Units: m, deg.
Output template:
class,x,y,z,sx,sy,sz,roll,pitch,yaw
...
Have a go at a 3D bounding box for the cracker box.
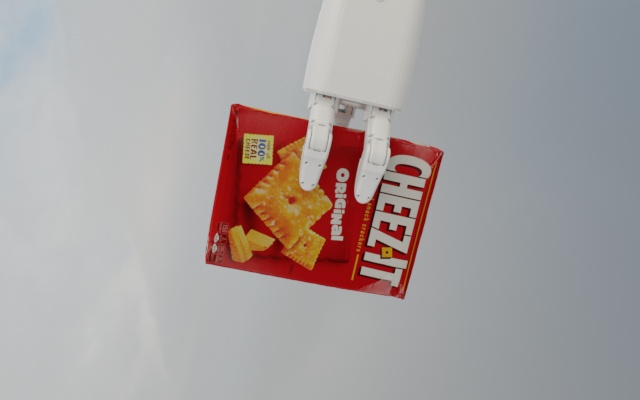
class,x,y,z,sx,sy,sz,roll,pitch,yaw
cracker box,0.000,0.002,0.498,0.214,0.164,0.072,11,11,-6
